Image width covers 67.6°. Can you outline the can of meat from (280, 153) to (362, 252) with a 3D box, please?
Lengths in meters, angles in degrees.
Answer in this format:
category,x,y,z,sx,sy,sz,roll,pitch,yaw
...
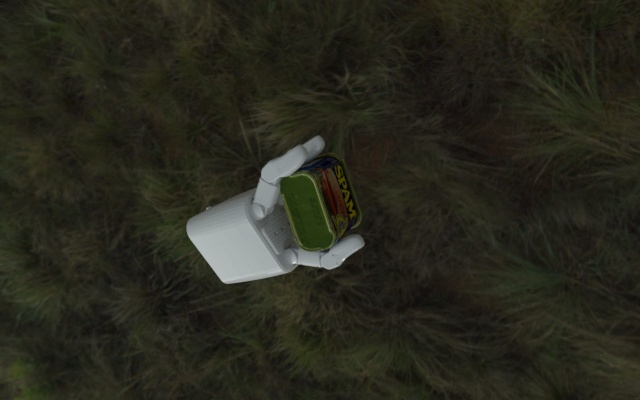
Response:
category,x,y,z,sx,sy,sz,roll,pitch,yaw
can of meat,0.000,0.002,0.577,0.057,0.102,0.084,-13,11,29
